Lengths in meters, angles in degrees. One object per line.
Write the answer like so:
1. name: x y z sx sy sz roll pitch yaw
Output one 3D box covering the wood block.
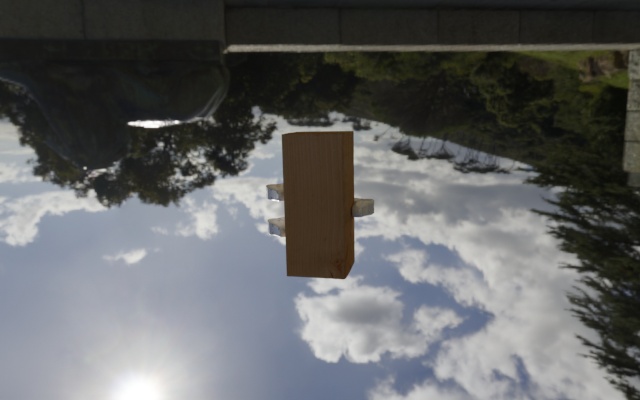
1. wood block: 0.001 0.002 0.709 0.091 0.206 0.090 1 11 13
